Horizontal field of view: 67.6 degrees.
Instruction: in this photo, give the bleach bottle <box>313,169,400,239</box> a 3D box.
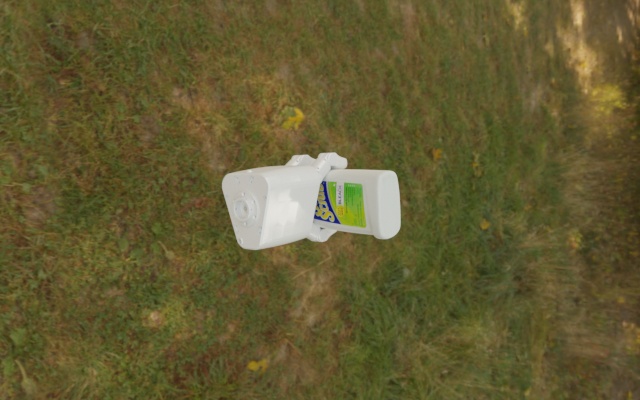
[{"bbox_3d":[0.000,0.002,0.761,0.251,0.102,0.068,1,9,36],"label":"bleach bottle"}]
